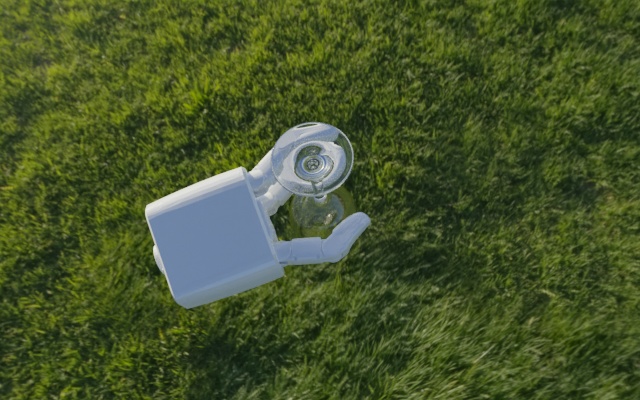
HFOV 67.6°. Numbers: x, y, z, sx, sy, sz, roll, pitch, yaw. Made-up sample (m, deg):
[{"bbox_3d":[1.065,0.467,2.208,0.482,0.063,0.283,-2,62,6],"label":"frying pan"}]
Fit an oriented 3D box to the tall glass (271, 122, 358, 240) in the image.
[{"bbox_3d":[0.000,0.001,0.511,0.079,0.079,0.201,0,-23,5],"label":"tall glass"}]
